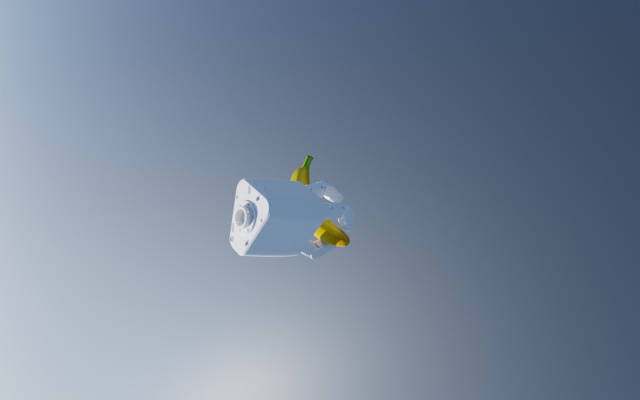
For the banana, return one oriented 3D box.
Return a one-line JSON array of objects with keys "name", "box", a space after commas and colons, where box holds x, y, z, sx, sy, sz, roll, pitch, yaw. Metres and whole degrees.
[{"name": "banana", "box": [-0.012, 0.012, 0.836, 0.037, 0.197, 0.070, 8, -44, -43]}]
